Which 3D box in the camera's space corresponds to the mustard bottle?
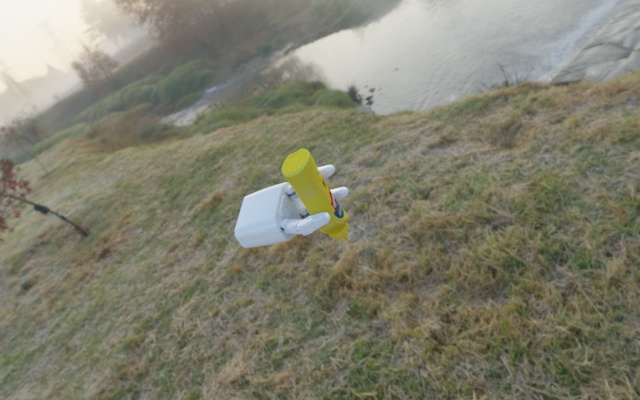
[{"bbox_3d":[0.000,0.003,0.879,0.058,0.192,0.096,-27,27,10],"label":"mustard bottle"}]
